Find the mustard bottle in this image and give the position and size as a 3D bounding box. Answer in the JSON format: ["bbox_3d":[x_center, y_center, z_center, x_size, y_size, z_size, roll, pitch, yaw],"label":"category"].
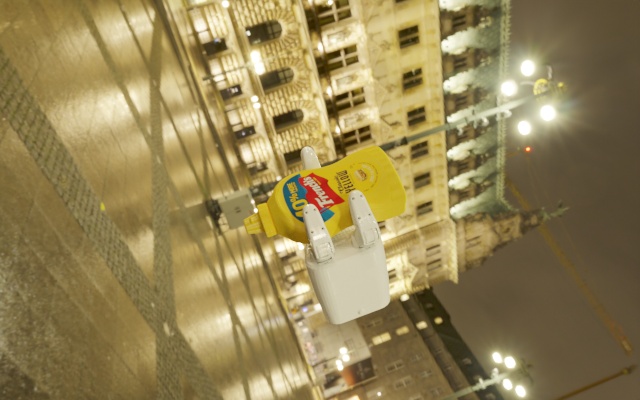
[{"bbox_3d":[0.000,0.002,0.583,0.191,0.096,0.058,-19,-33,-6],"label":"mustard bottle"}]
